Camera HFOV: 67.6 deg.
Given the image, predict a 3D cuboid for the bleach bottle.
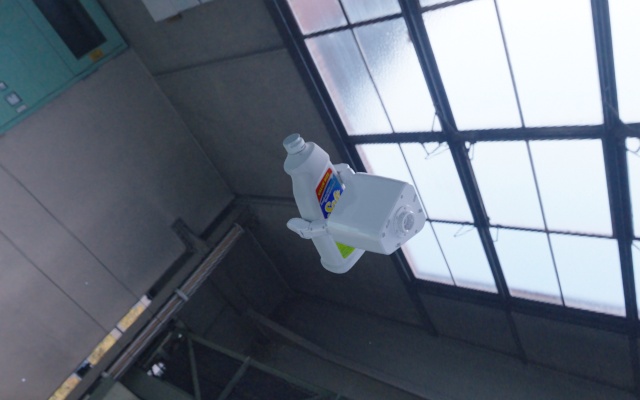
[{"bbox_3d":[0.000,0.003,0.804,0.068,0.251,0.102,13,51,47],"label":"bleach bottle"}]
